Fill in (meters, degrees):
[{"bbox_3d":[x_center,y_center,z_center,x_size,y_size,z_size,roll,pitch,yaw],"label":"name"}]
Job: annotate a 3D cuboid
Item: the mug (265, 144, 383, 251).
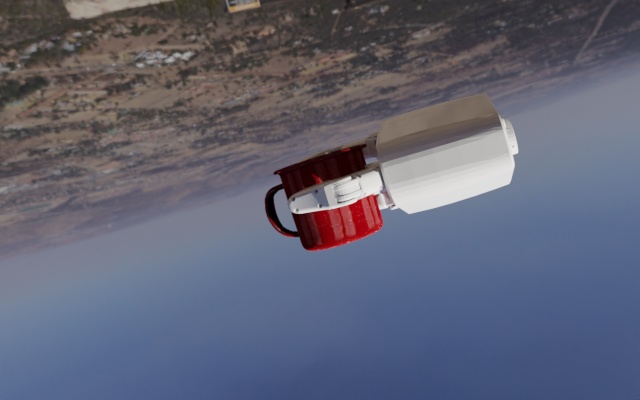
[{"bbox_3d":[-0.001,0.002,0.461,0.117,0.081,0.093,-16,3,18],"label":"mug"}]
